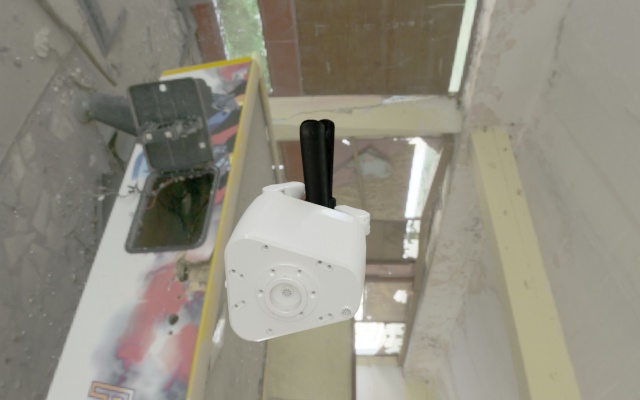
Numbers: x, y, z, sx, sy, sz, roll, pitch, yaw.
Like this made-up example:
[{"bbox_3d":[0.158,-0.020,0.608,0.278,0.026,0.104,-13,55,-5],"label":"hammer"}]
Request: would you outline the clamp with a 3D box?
[{"bbox_3d":[0.001,0.002,0.557,0.036,0.210,0.164,1,17,7],"label":"clamp"}]
